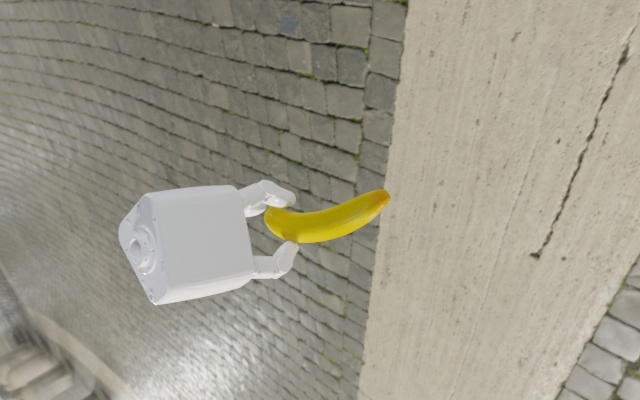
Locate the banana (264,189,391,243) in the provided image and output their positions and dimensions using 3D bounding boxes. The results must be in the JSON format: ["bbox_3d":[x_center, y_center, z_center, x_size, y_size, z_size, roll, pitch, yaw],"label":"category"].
[{"bbox_3d":[-0.006,0.020,0.601,0.198,0.069,0.037,0,-17,37],"label":"banana"}]
